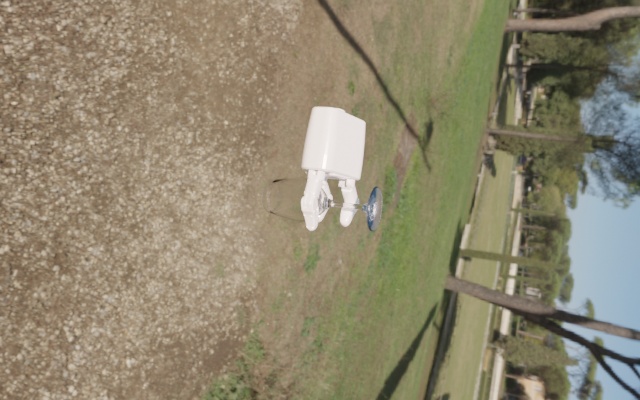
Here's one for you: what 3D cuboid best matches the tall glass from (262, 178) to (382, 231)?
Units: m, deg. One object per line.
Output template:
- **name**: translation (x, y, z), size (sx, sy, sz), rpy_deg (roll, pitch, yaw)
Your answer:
- **tall glass**: translation (0.001, 0.003, 0.826), size (0.201, 0.079, 0.079), rpy_deg (7, 3, 25)
